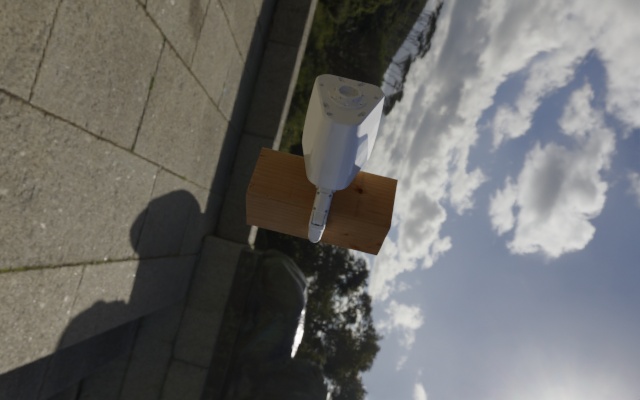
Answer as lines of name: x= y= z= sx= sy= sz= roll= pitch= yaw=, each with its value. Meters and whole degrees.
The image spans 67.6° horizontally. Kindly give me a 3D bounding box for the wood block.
wood block: x=0.000 y=0.002 z=0.716 sx=0.206 sy=0.090 sz=0.090 roll=14 pitch=-33 yaw=1
